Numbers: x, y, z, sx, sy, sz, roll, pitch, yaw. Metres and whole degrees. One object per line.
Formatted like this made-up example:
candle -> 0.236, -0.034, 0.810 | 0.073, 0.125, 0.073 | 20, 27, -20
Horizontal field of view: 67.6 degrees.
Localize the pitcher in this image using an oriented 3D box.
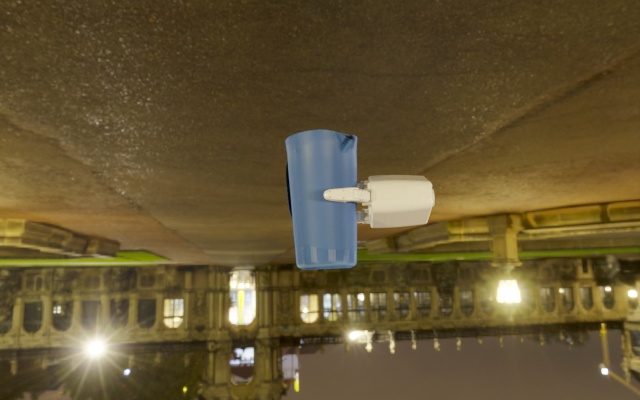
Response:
pitcher -> 0.000, 0.003, 0.873 | 0.145, 0.242, 0.149 | -3, -9, 5
